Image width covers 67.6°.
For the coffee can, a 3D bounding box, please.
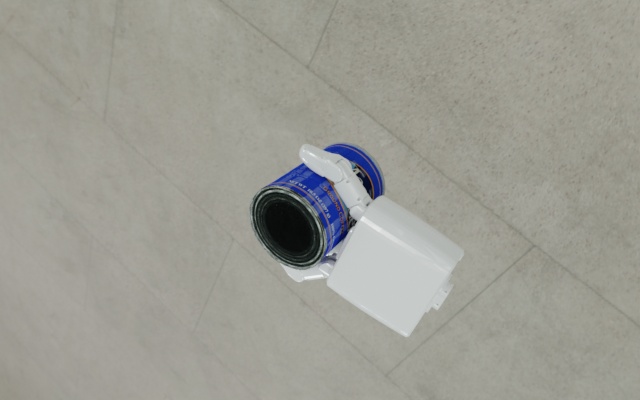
[{"bbox_3d":[0.000,0.002,0.564,0.103,0.103,0.140,0,25,37],"label":"coffee can"}]
